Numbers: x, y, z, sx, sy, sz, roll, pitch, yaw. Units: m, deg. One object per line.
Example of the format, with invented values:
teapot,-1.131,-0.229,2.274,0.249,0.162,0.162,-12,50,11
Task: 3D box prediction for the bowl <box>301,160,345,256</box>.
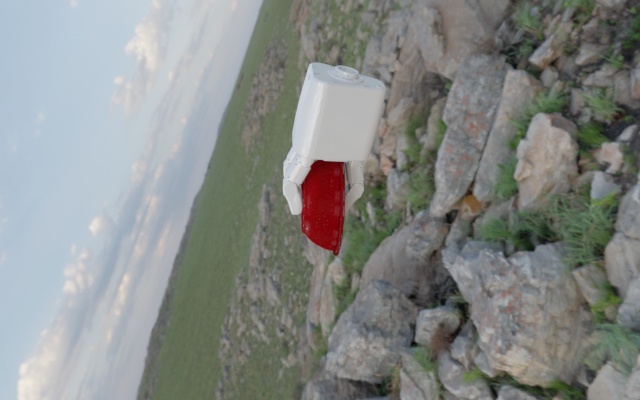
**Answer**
bowl,0.000,0.004,0.720,0.055,0.162,0.162,1,0,-4
